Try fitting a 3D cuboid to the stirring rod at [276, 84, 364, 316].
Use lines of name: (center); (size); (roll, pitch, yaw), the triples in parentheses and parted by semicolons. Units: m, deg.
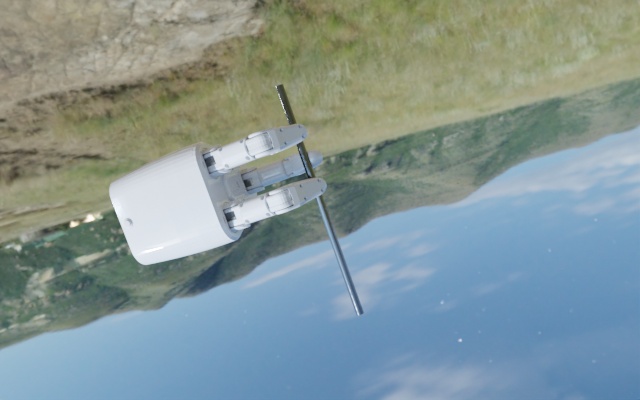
stirring rod: (0.000, 0.001, 0.473); (0.011, 0.239, 0.011); (-19, 5, 2)
